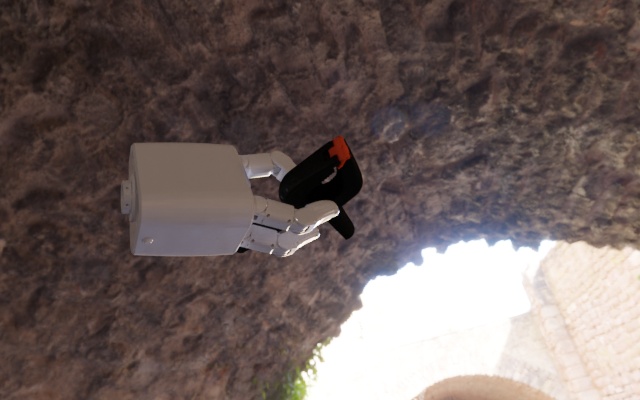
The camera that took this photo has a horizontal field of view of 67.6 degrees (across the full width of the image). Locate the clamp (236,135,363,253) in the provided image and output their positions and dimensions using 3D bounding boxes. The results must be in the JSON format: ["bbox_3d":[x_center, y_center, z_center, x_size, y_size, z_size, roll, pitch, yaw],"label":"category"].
[{"bbox_3d":[0.000,0.001,0.554,0.164,0.036,0.210,-3,-31,-28],"label":"clamp"}]
